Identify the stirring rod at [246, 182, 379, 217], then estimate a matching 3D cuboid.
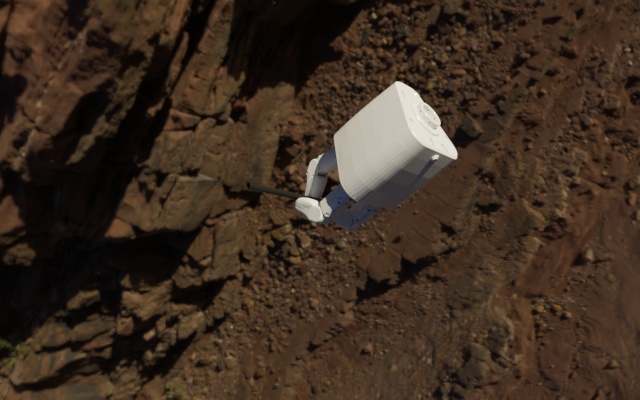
[{"bbox_3d":[0.000,0.002,0.638,0.011,0.011,0.239,0,-9,45],"label":"stirring rod"}]
